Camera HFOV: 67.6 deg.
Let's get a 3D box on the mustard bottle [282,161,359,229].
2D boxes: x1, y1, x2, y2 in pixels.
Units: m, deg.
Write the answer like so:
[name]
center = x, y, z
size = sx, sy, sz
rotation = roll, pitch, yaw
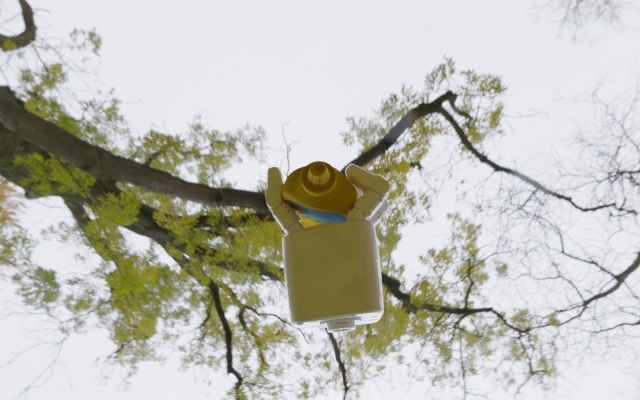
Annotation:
[mustard bottle]
center = 0.000, 0.002, 0.606
size = 0.096, 0.058, 0.192
rotation = 17, -20, 9
